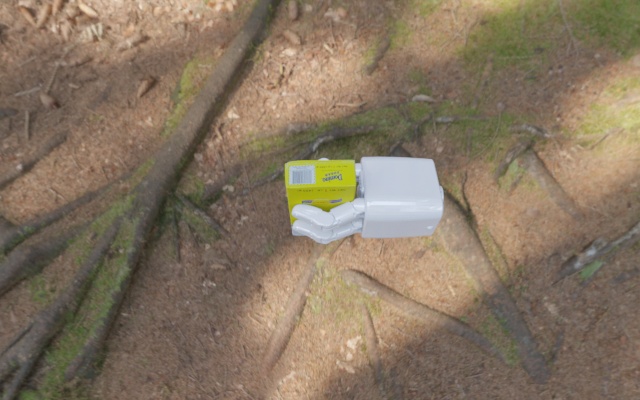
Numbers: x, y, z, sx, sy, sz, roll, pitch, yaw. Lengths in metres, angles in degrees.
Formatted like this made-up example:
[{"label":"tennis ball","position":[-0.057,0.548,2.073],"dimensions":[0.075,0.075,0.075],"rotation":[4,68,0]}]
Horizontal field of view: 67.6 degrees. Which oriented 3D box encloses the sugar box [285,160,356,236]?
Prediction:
[{"label":"sugar box","position":[0.000,0.003,0.693],"dimensions":[0.093,0.048,0.176],"rotation":[-1,-27,0]}]
